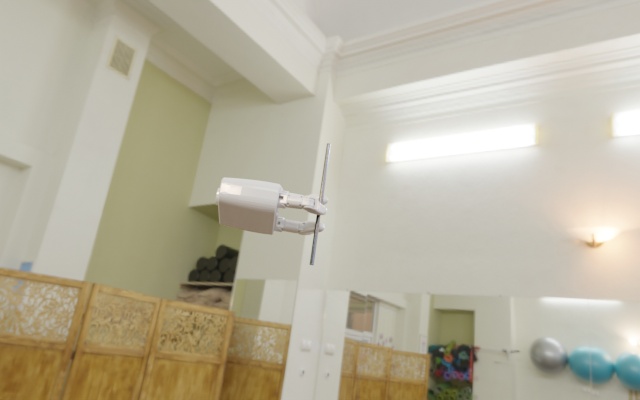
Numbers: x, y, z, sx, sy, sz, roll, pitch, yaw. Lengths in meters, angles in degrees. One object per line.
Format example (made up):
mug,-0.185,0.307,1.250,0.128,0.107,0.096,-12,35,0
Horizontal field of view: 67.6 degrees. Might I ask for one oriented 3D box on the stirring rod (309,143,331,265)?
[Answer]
stirring rod,0.000,0.003,0.899,0.011,0.239,0.011,7,-18,2
